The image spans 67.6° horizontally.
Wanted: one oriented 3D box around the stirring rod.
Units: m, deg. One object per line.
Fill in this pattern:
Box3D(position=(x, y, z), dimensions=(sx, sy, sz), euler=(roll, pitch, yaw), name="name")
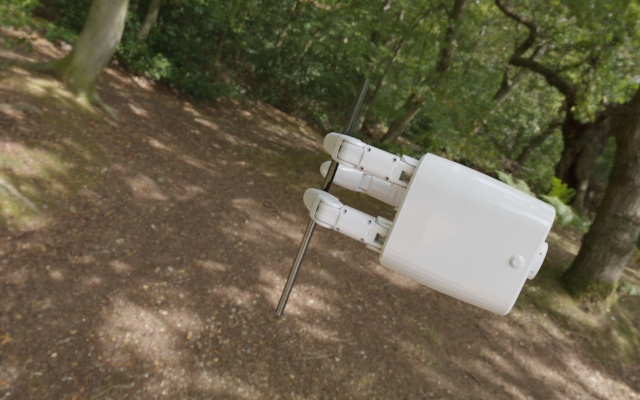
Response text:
Box3D(position=(0.000, 0.002, 0.451), dimensions=(0.011, 0.239, 0.011), euler=(20, 11, -4), name="stirring rod")
